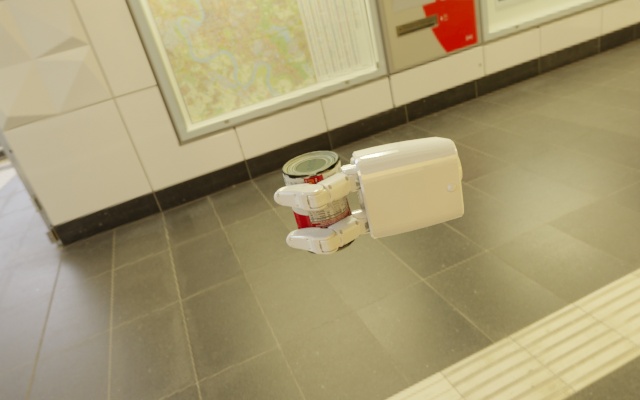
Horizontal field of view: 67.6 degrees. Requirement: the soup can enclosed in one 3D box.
[{"bbox_3d":[0.000,0.002,0.554,0.068,0.102,0.068,-12,26,6],"label":"soup can"}]
